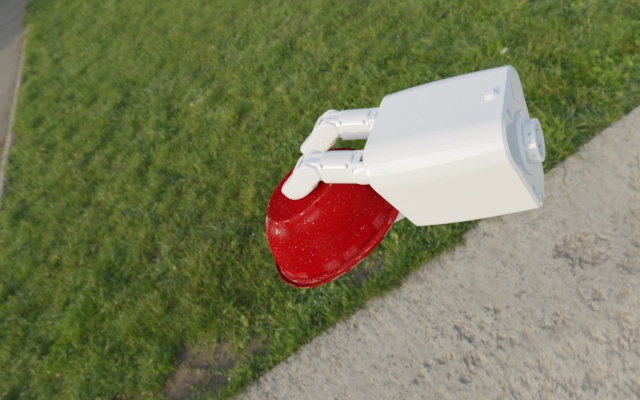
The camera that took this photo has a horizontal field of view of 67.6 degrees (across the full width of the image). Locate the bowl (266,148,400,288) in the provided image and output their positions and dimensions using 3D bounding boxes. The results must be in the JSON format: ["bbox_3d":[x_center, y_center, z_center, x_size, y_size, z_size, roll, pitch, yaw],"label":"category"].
[{"bbox_3d":[-0.001,0.002,0.461,0.055,0.162,0.162,44,-24,-27],"label":"bowl"}]
